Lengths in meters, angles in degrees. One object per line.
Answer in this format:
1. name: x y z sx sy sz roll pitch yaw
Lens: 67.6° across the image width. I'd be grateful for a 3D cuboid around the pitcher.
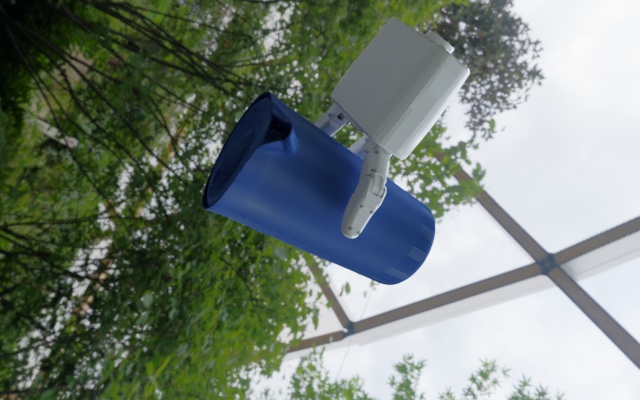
1. pitcher: 0.000 0.002 0.531 0.243 0.145 0.149 30 17 -24
